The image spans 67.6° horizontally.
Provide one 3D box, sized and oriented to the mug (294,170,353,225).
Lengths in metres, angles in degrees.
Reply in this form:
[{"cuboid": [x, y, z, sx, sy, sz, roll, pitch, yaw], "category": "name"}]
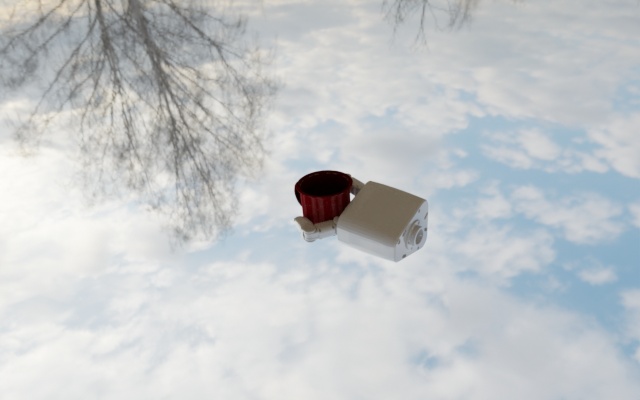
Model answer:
[{"cuboid": [-0.001, 0.002, 0.804, 0.117, 0.081, 0.093, 20, 39, 35], "category": "mug"}]
